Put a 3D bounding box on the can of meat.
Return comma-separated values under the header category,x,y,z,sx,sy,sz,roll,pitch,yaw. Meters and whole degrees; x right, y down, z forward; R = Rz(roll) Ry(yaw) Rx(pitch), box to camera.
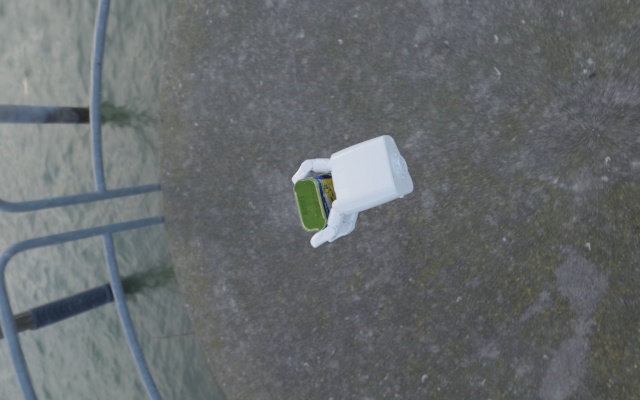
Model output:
category,x,y,z,sx,sy,sz,roll,pitch,yaw
can of meat,0.000,0.003,0.872,0.057,0.102,0.084,-14,1,30
